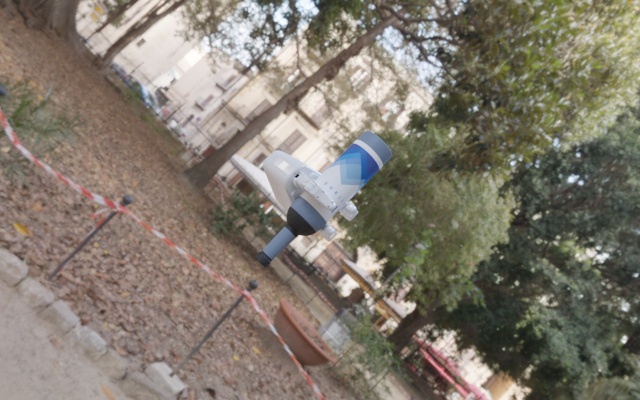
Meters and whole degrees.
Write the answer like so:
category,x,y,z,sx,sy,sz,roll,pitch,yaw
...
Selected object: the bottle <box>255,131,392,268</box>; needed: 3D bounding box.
category,x,y,z,sx,sy,sz,roll,pitch,yaw
bottle,0.000,0.003,0.833,0.069,0.295,0.069,44,-7,7
